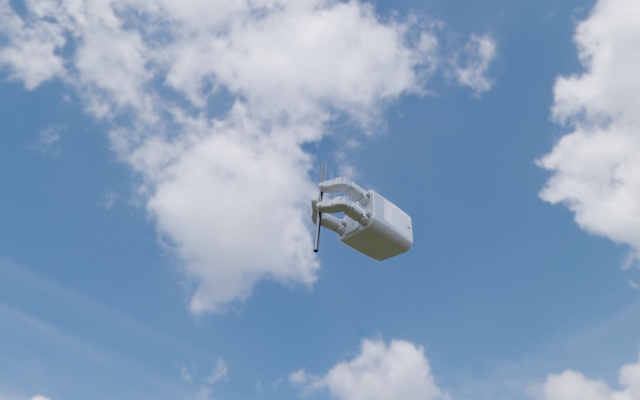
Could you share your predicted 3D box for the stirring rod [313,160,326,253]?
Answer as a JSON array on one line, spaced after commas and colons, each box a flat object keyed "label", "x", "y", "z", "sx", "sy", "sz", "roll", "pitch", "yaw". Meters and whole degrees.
[{"label": "stirring rod", "x": 0.000, "y": 0.003, "z": 0.887, "sx": 0.011, "sy": 0.011, "sz": 0.239, "roll": 0, "pitch": 43, "yaw": 5}]
